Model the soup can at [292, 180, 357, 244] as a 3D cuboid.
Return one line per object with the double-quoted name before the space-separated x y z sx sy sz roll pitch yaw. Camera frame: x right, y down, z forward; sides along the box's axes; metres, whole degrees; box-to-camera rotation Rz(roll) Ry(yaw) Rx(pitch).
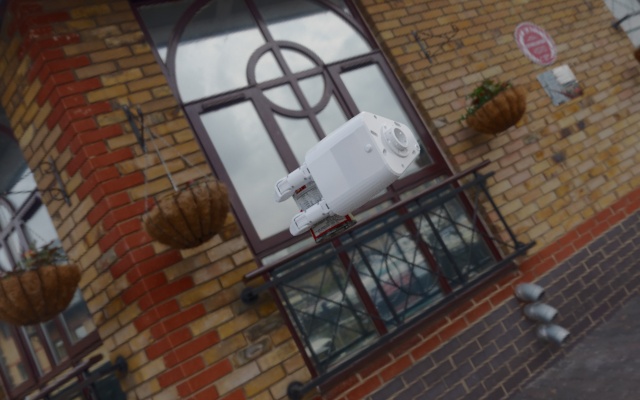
"soup can" 0.000 0.002 0.696 0.068 0.102 0.068 -27 -9 -5
